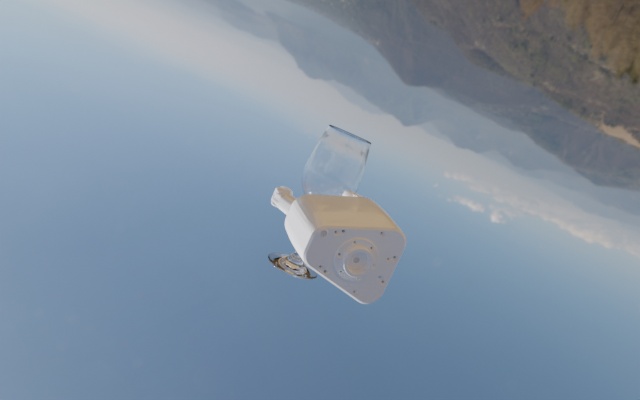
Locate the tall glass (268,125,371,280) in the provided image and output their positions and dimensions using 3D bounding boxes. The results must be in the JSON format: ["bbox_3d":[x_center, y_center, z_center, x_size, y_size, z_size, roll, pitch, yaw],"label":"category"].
[{"bbox_3d":[0.000,0.003,0.647,0.079,0.201,0.079,23,11,-4],"label":"tall glass"}]
